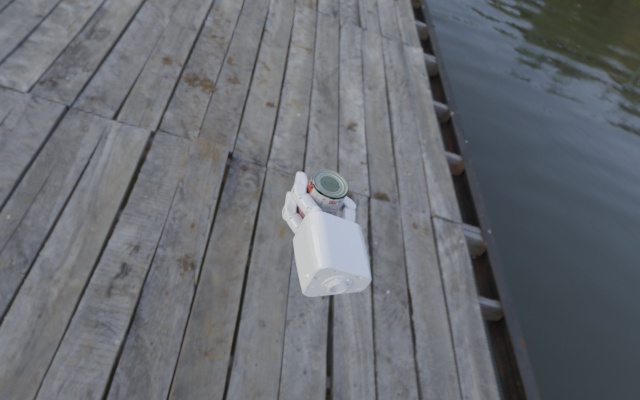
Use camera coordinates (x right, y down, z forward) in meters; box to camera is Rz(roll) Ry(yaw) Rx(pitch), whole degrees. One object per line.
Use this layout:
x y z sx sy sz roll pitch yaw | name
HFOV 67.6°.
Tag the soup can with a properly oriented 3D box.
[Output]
0.000 0.002 0.839 0.068 0.068 0.102 0 -39 -26 | soup can
